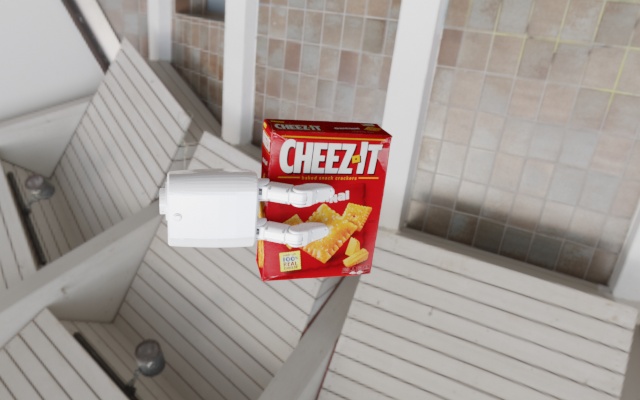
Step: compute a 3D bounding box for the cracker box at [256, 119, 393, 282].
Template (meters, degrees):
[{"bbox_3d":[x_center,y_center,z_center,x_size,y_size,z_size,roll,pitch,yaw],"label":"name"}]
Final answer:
[{"bbox_3d":[0.000,0.002,0.660,0.164,0.214,0.072,0,23,-16],"label":"cracker box"}]
